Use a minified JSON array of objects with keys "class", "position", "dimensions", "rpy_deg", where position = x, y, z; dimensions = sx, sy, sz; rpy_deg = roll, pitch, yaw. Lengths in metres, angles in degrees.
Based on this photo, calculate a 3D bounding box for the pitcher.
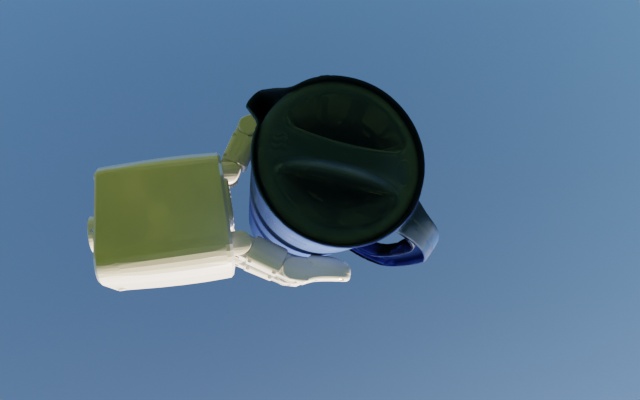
[{"class":"pitcher","position":[0.000,0.001,0.459],"dimensions":[0.145,0.149,0.243],"rpy_deg":[-6,-12,-13]}]
